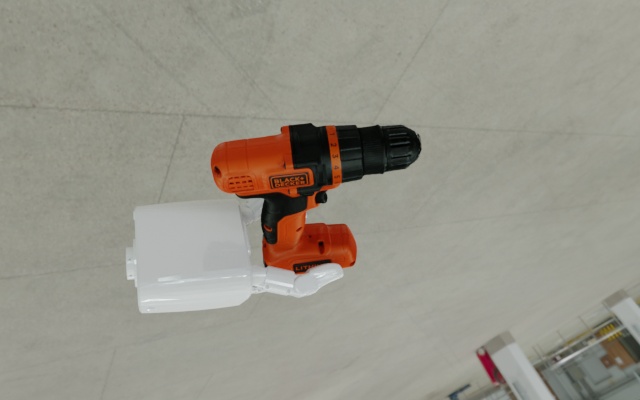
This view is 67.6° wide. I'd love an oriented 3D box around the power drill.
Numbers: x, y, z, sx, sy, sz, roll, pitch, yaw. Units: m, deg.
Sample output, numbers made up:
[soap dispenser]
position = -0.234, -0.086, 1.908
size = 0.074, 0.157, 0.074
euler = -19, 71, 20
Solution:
[power drill]
position = 0.000, 0.002, 0.474
size = 0.184, 0.057, 0.188
euler = -5, -39, -1
